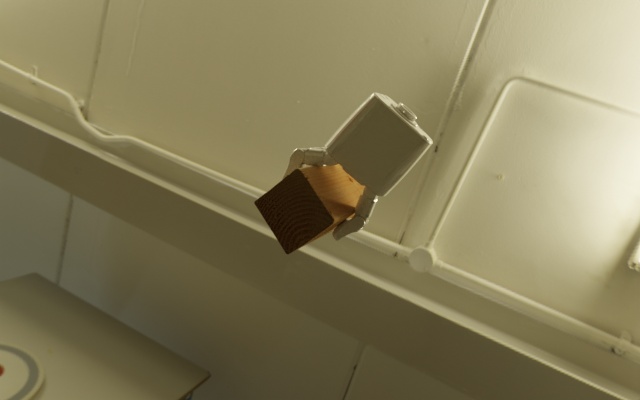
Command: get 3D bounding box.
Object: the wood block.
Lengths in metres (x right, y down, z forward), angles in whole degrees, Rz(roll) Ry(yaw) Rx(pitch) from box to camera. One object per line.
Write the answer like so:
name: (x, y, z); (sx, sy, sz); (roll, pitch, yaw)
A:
wood block: (0.001, 0.002, 0.740); (0.090, 0.091, 0.206); (-36, -7, 22)
